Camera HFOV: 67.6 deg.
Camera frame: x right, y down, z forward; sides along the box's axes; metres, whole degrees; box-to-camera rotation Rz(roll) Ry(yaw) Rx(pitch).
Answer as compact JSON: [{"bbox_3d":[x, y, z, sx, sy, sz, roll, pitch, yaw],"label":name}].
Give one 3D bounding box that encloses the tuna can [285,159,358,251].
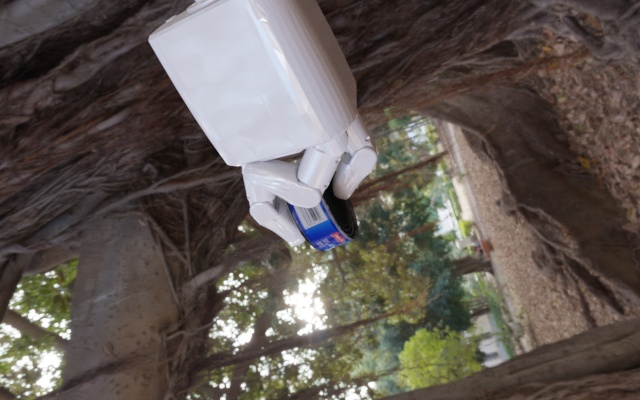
[{"bbox_3d":[0.000,0.002,0.431,0.034,0.086,0.086,-25,-7,16],"label":"tuna can"}]
